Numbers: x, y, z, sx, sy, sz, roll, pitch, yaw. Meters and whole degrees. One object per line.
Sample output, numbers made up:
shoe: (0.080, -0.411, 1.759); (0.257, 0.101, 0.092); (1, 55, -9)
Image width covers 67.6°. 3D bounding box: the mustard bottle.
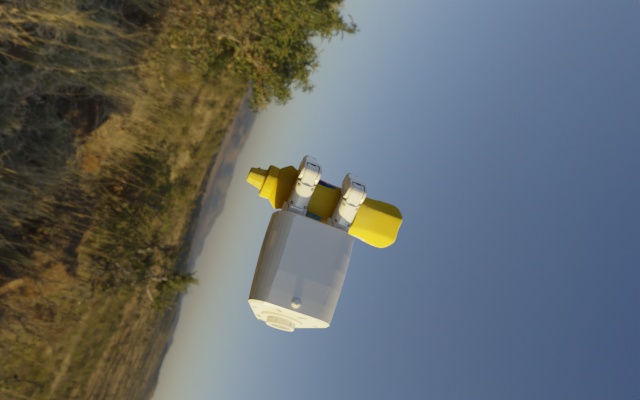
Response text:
mustard bottle: (0.000, 0.002, 0.600); (0.191, 0.058, 0.096); (21, 0, -11)
